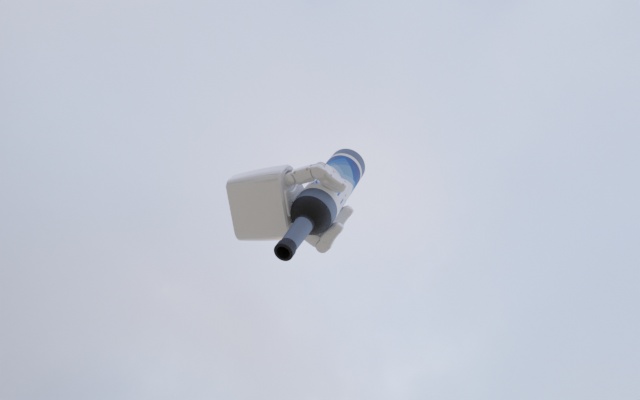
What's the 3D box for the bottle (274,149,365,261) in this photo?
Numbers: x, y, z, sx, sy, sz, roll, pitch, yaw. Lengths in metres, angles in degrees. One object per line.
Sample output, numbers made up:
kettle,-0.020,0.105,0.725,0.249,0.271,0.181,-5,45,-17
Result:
bottle,0.000,0.002,0.745,0.069,0.069,0.295,0,27,22
